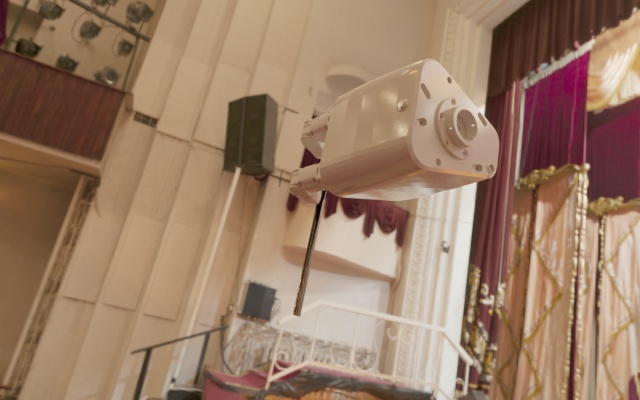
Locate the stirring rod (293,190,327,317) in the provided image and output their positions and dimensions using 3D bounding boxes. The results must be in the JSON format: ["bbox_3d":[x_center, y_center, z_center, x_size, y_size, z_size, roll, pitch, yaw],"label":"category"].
[{"bbox_3d":[0.000,0.002,0.507,0.011,0.239,0.011,11,-18,4],"label":"stirring rod"}]
